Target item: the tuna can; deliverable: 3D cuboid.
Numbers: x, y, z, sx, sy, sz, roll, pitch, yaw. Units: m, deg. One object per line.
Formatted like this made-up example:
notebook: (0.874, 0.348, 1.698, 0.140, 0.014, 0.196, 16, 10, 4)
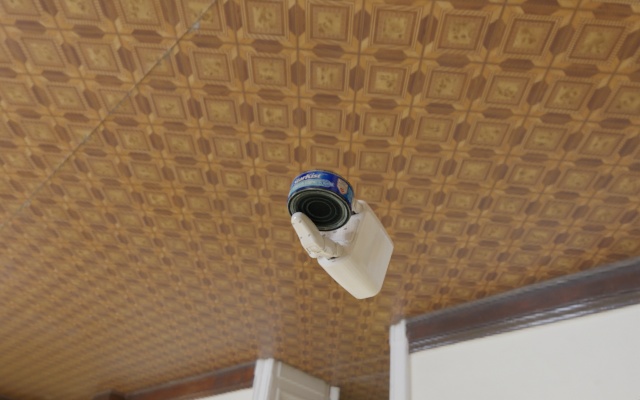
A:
tuna can: (0.000, 0.002, 0.620, 0.086, 0.033, 0.086, 7, -43, 6)
